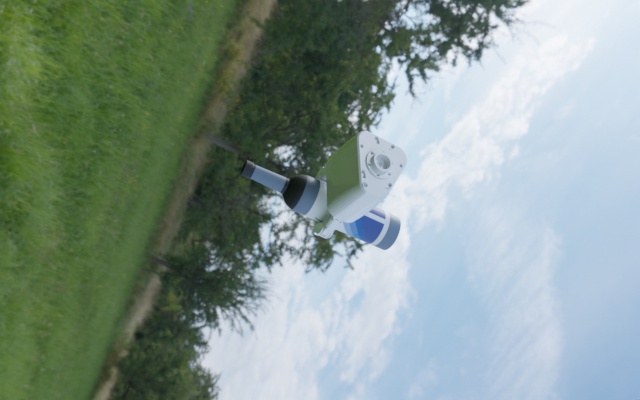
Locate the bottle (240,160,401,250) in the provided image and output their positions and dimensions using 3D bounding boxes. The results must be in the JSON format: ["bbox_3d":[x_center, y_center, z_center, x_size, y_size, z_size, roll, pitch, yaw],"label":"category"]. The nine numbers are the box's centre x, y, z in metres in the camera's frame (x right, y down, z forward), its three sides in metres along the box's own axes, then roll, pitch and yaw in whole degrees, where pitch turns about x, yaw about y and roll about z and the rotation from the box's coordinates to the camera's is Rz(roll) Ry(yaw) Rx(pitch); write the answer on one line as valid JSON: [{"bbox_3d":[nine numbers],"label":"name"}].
[{"bbox_3d":[0.000,0.003,0.838,0.296,0.069,0.069,24,-7,-16],"label":"bottle"}]
